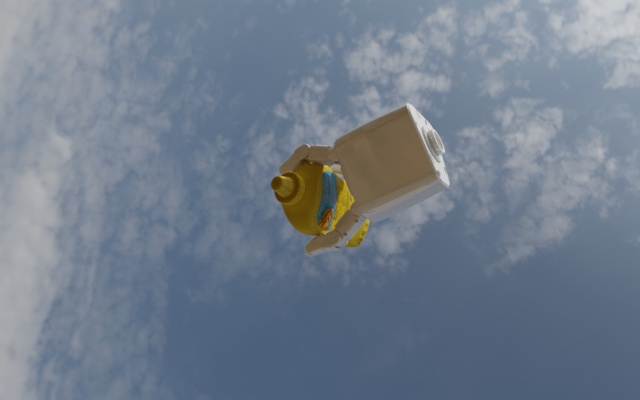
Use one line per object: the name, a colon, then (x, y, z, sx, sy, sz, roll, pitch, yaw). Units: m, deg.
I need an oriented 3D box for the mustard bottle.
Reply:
mustard bottle: (0.000, 0.002, 0.647, 0.058, 0.096, 0.192, 1, -13, 34)
